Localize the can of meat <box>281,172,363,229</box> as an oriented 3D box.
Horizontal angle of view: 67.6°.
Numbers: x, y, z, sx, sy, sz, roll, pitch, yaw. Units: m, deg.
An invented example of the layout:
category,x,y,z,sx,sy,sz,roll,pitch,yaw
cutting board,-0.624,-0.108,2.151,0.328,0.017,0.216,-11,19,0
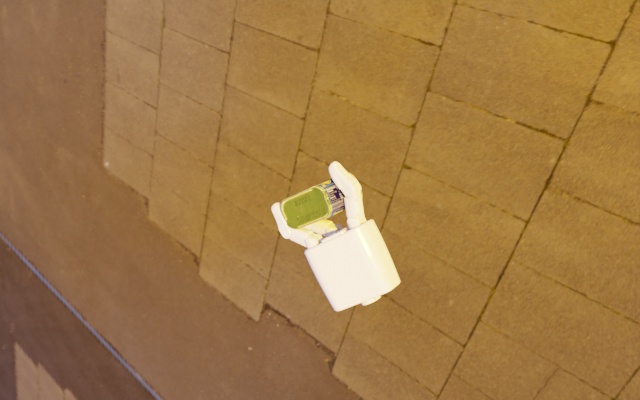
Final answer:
category,x,y,z,sx,sy,sz,roll,pitch,yaw
can of meat,0.000,0.002,0.747,0.102,0.057,0.084,-23,0,41
